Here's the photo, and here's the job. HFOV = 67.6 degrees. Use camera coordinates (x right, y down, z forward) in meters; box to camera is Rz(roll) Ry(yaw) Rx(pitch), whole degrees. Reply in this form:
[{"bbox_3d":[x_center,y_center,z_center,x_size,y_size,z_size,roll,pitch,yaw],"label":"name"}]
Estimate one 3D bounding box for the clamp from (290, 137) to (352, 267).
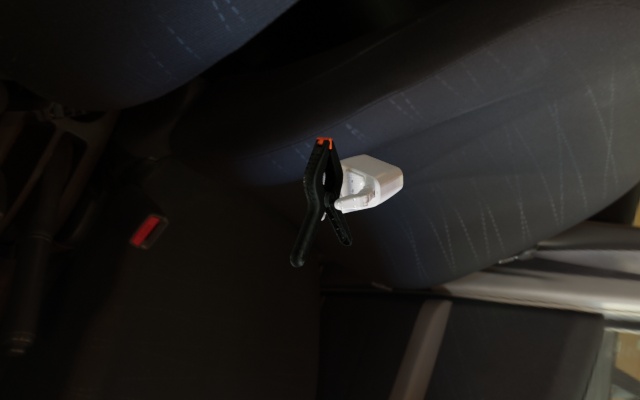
[{"bbox_3d":[0.001,0.002,0.795,0.036,0.210,0.164,8,20,33],"label":"clamp"}]
